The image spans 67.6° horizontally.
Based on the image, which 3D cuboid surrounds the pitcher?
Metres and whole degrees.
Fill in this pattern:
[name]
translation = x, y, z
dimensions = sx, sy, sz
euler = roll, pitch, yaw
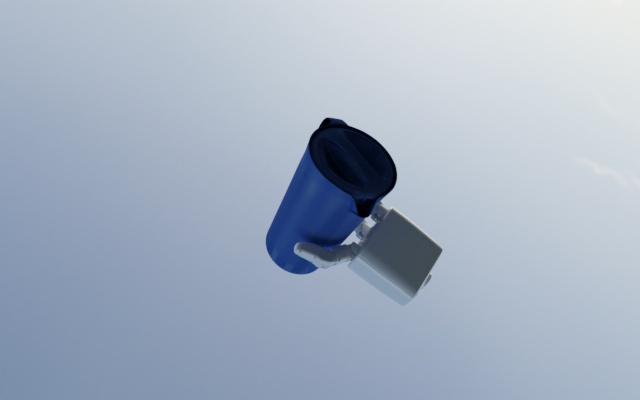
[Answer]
[pitcher]
translation = 0.000, 0.003, 0.732
dimensions = 0.149, 0.145, 0.243
euler = -49, -5, -45
